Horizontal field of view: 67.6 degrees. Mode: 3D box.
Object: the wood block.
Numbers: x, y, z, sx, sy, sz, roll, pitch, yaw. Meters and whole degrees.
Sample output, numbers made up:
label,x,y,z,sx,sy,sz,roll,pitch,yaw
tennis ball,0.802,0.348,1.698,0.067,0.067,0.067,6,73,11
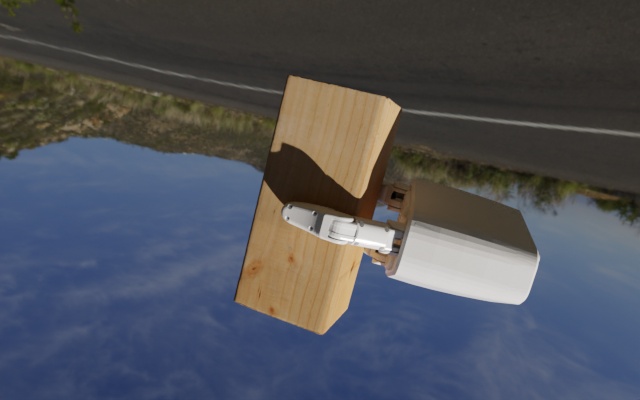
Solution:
label,x,y,z,sx,sy,sz,roll,pitch,yaw
wood block,0.000,0.002,0.443,0.090,0.206,0.091,17,8,16
